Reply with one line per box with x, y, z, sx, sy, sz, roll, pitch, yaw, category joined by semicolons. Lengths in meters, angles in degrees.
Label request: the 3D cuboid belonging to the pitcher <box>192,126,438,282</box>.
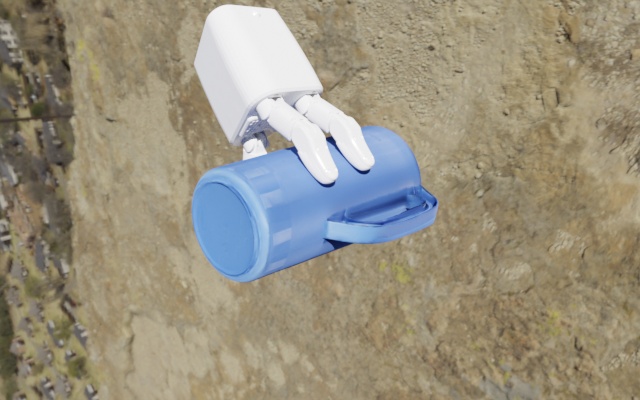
0.000;0.002;0.504;0.243;0.145;0.149;-19;-10;-46;pitcher
